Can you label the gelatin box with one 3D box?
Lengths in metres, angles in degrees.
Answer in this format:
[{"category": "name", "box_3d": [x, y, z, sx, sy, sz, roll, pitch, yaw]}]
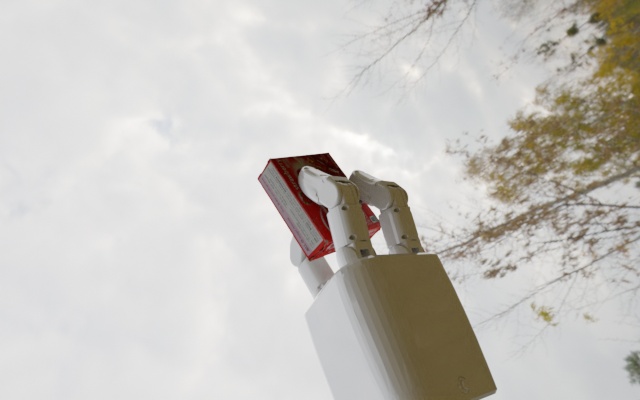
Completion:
[{"category": "gelatin box", "box_3d": [0.000, 0.001, 0.407, 0.073, 0.089, 0.030, -12, -30, -46]}]
